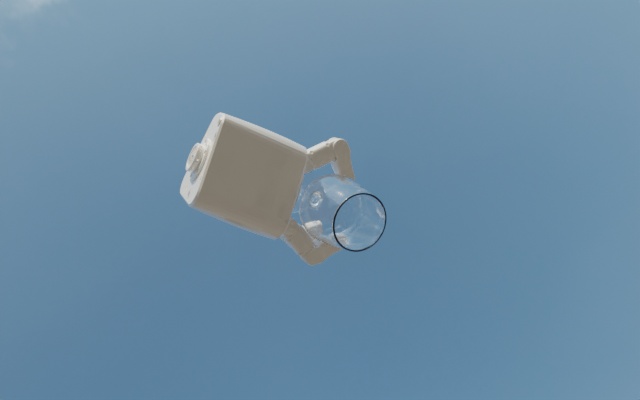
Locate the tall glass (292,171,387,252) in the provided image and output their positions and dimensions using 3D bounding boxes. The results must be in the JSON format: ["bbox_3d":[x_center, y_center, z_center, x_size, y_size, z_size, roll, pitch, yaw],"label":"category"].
[{"bbox_3d":[0.000,0.002,0.568,0.079,0.079,0.201,0,12,-25],"label":"tall glass"}]
